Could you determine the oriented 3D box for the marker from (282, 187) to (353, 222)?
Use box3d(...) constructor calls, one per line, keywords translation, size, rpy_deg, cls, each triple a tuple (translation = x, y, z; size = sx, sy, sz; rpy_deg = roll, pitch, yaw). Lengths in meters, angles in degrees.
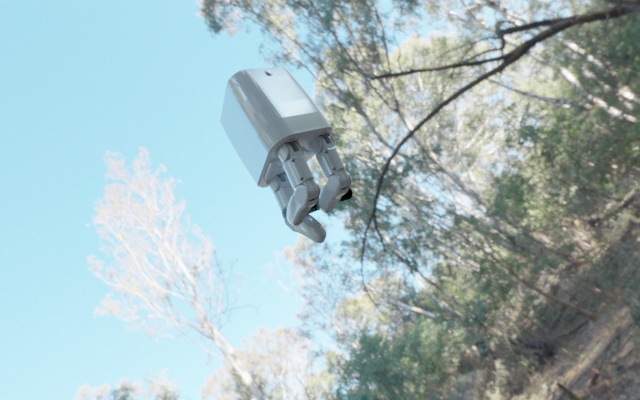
box3d(translation=(0.000, 0.002, 0.607), size=(0.020, 0.020, 0.121), rpy_deg=(0, 13, 43), cls="marker")
